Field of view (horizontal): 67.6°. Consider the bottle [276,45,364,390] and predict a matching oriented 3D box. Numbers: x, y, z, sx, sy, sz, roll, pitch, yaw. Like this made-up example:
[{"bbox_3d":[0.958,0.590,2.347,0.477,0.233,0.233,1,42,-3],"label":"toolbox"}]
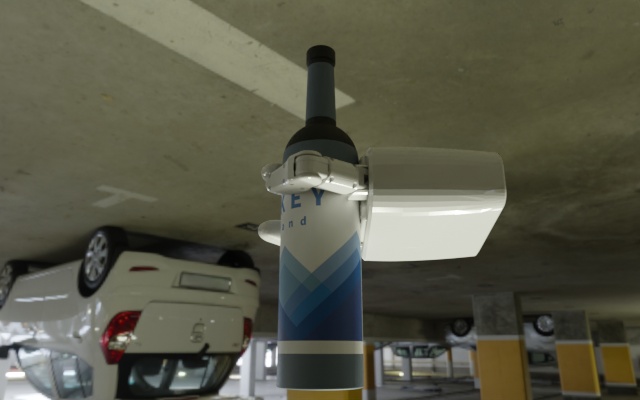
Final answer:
[{"bbox_3d":[0.000,0.002,0.406,0.069,0.295,0.069,0,-17,0],"label":"bottle"}]
